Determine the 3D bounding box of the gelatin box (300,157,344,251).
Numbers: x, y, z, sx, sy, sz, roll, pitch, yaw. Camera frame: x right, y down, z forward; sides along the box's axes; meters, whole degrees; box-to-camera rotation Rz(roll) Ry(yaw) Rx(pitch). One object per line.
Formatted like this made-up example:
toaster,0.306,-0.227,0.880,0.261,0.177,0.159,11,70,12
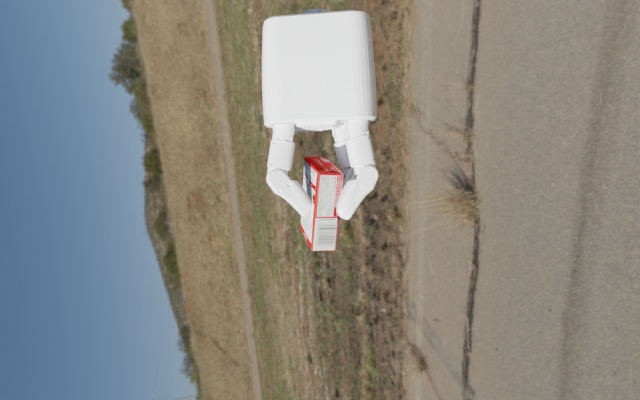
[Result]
gelatin box,0.000,0.002,0.526,0.030,0.089,0.073,1,16,-13
